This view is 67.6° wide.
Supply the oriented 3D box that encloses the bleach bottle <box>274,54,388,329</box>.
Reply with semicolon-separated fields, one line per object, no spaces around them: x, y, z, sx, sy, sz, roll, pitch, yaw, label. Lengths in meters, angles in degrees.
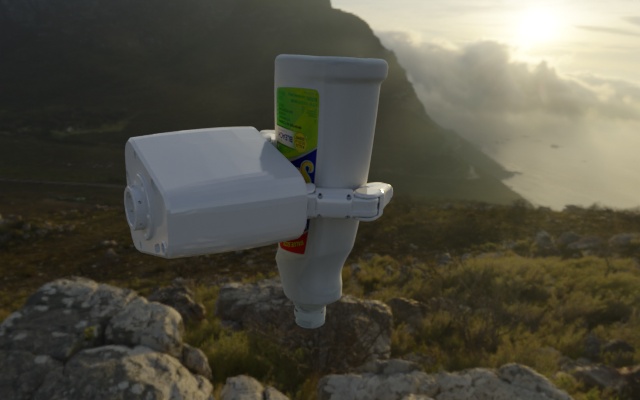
0.000;0.001;0.429;0.068;0.251;0.102;-9;20;-34;bleach bottle
